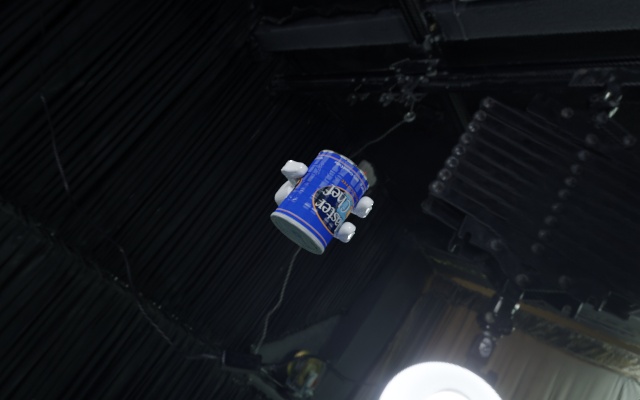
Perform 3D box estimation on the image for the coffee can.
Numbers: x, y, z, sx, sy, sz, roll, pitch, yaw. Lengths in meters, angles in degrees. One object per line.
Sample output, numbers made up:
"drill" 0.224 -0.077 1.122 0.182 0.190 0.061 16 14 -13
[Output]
"coffee can" 0.000 0.003 0.786 0.103 0.140 0.103 33 -18 12
